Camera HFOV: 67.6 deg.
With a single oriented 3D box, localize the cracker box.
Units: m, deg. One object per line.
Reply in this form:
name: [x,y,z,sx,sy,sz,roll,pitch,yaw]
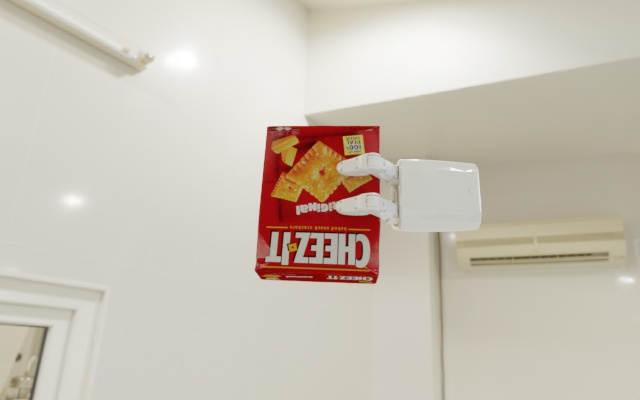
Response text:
cracker box: [0.000,0.002,0.665,0.164,0.213,0.072,1,-19,4]
